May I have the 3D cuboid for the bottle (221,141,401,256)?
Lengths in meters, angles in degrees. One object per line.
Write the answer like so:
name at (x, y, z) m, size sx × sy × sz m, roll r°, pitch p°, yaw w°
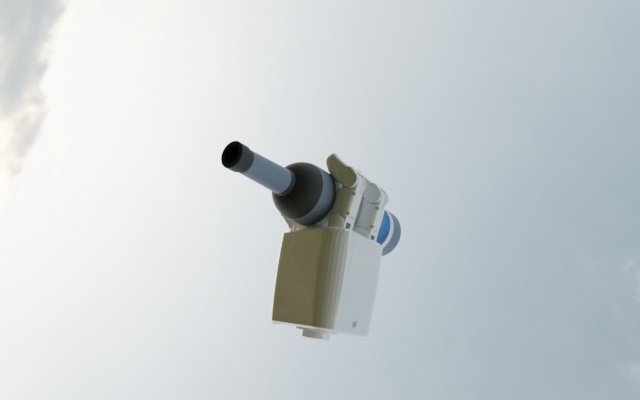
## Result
bottle at (0.000, 0.002, 0.552) m, size 0.069 × 0.069 × 0.296 m, roll 0°, pitch -18°, yaw 36°
